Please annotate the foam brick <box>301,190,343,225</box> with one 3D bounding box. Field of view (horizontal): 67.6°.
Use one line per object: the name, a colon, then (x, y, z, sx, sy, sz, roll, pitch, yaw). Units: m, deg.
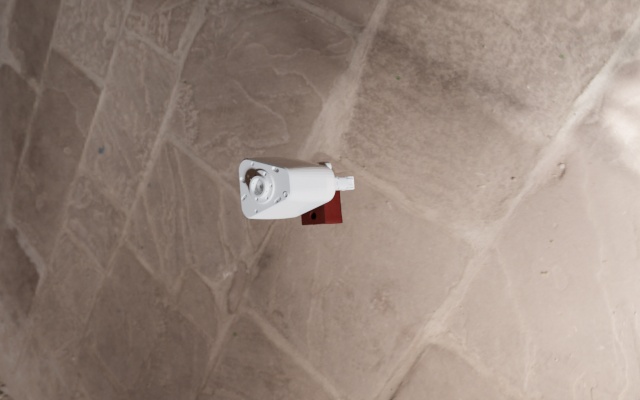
foam brick: (0.000, 0.003, 0.811, 0.053, 0.078, 0.051, -5, -1, 36)
